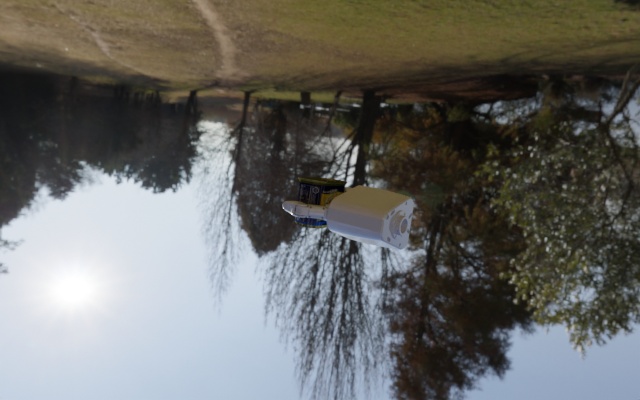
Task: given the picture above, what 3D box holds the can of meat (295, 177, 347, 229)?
[{"bbox_3d":[0.000,0.003,0.864,0.057,0.084,0.102,12,8,32],"label":"can of meat"}]
